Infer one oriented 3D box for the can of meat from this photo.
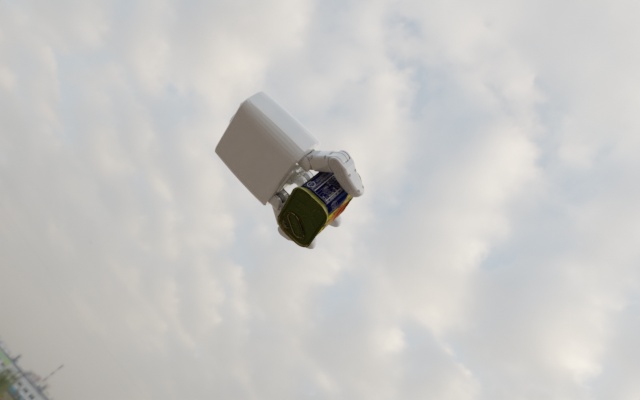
[{"bbox_3d":[0.000,0.002,0.623,0.084,0.057,0.102,-41,-10,-37],"label":"can of meat"}]
